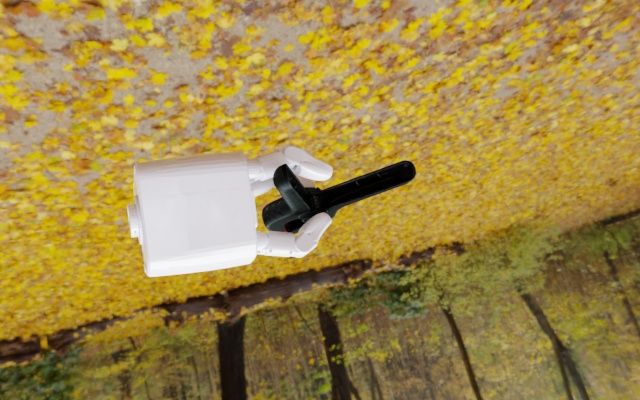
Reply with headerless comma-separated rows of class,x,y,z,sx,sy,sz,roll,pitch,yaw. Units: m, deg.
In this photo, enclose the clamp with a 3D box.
clamp,0.000,0.003,0.554,0.164,0.036,0.210,-5,-17,-23
